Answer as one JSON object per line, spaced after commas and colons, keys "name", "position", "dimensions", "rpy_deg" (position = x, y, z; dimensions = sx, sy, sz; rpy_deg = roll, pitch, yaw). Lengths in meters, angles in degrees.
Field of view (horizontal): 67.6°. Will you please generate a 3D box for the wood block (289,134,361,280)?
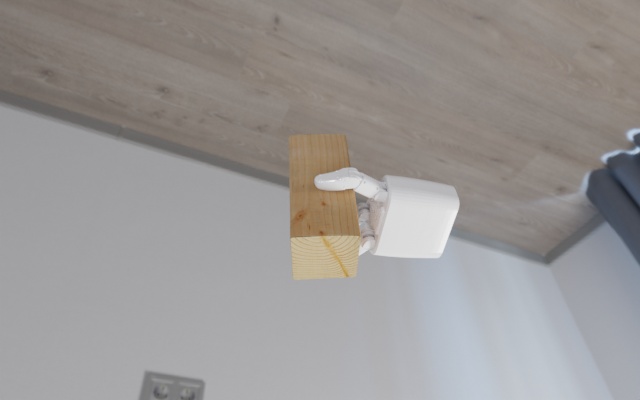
{"name": "wood block", "position": [0.001, 0.002, 0.692], "dimensions": [0.090, 0.206, 0.091], "rpy_deg": [-2, -45, -3]}
